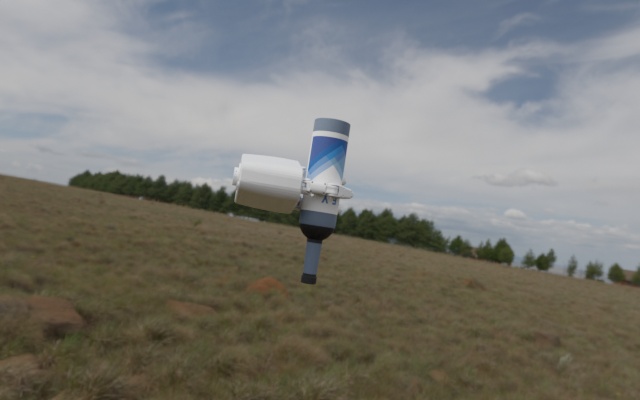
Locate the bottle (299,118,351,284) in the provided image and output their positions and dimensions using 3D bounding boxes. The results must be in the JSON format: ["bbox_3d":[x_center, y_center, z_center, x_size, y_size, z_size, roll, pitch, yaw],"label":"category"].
[{"bbox_3d":[0.000,0.003,0.863,0.069,0.295,0.069,9,-3,0],"label":"bottle"}]
